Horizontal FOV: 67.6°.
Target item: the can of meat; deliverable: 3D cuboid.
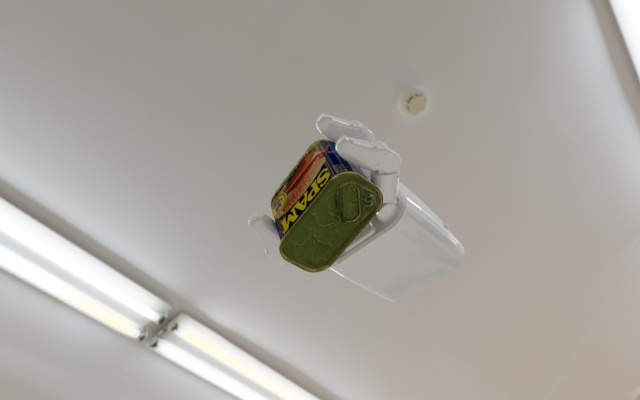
[{"bbox_3d":[0.000,0.001,0.450,0.057,0.102,0.084,31,18,-28],"label":"can of meat"}]
